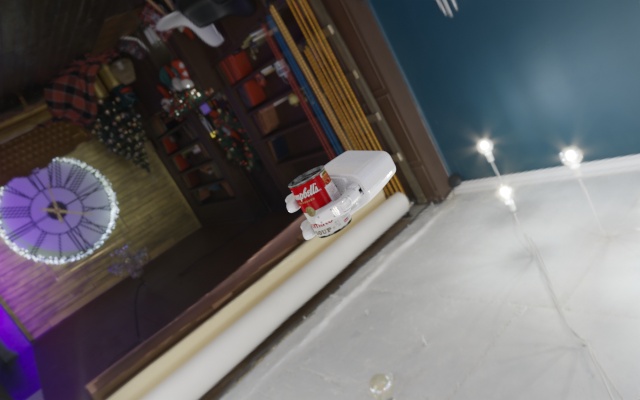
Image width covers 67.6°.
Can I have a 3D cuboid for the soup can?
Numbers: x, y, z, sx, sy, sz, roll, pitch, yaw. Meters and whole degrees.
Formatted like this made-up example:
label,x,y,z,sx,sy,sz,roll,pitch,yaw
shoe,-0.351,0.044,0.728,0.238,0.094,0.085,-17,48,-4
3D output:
label,x,y,z,sx,sy,sz,roll,pitch,yaw
soup can,0.000,0.003,0.793,0.068,0.102,0.068,-27,14,7
